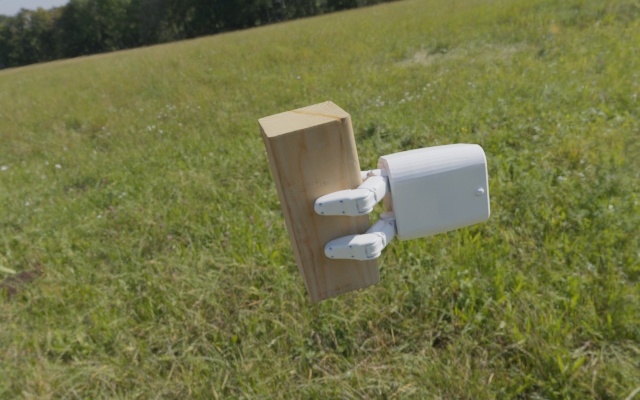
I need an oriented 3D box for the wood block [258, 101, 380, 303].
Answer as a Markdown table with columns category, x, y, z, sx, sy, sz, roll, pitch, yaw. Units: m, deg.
| category | x | y | z | sx | sy | sz | roll | pitch | yaw |
| --- | --- | --- | --- | --- | --- | --- | --- | --- | --- |
| wood block | 0.000 | 0.001 | 0.558 | 0.090 | 0.206 | 0.090 | -16 | 24 | -7 |
